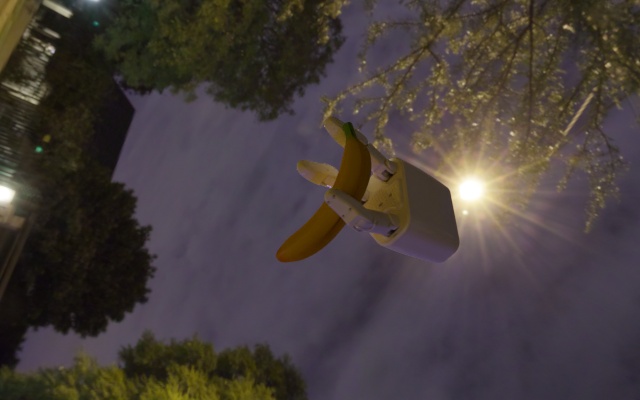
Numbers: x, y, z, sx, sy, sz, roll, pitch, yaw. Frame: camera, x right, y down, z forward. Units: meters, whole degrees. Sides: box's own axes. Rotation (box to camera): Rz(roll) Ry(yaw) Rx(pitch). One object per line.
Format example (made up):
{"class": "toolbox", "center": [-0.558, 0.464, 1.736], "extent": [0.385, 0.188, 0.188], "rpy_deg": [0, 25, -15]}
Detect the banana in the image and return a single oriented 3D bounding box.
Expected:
{"class": "banana", "center": [0.010, 0.008, 0.576], "extent": [0.037, 0.198, 0.069], "rpy_deg": [20, 16, -37]}
